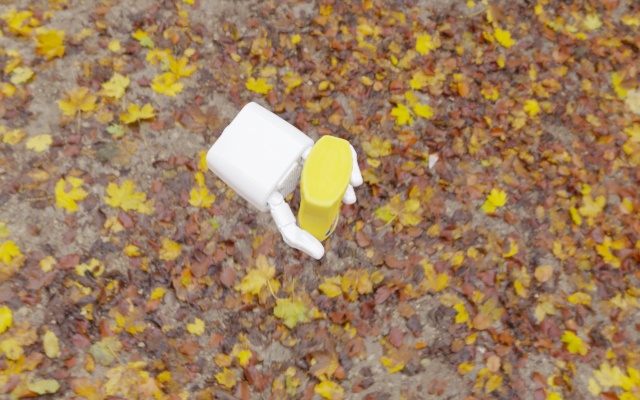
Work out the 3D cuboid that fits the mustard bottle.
[{"bbox_3d":[0.000,0.002,0.638,0.058,0.096,0.192,14,-25,1],"label":"mustard bottle"}]
